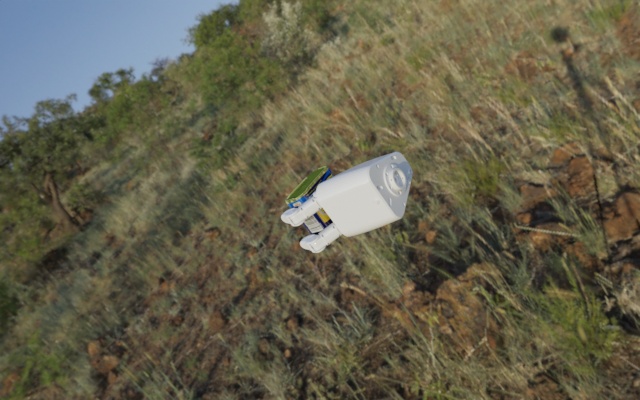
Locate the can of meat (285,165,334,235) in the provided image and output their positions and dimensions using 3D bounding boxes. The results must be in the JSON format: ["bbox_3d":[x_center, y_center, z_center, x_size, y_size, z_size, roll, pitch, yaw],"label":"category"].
[{"bbox_3d":[0.000,0.002,0.801,0.057,0.084,0.102,-20,23,46],"label":"can of meat"}]
